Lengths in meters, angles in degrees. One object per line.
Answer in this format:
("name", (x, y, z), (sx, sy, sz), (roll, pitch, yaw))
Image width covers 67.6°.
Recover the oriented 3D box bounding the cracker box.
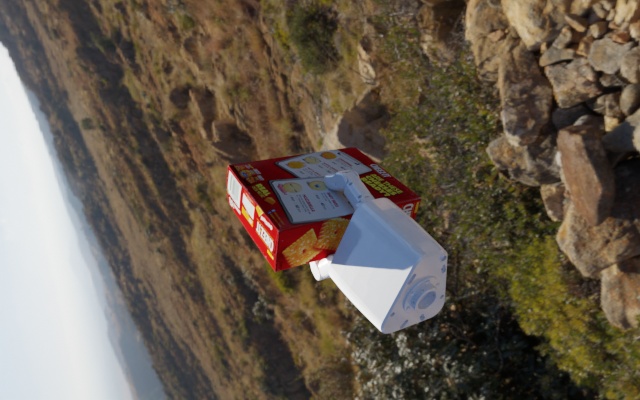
("cracker box", (0.000, 0.002, 0.656), (0.213, 0.072, 0.164), (-11, 37, -29))
